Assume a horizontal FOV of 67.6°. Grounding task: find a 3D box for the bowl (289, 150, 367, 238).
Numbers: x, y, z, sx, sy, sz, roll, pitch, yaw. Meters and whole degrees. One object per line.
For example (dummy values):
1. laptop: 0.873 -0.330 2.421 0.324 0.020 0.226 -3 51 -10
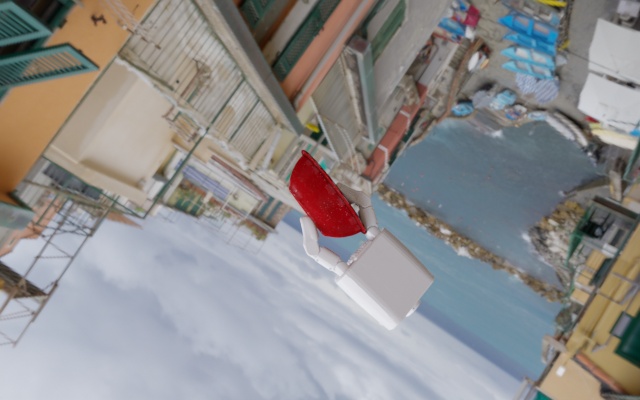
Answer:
1. bowl: -0.001 0.002 0.728 0.055 0.162 0.162 -37 2 -4
